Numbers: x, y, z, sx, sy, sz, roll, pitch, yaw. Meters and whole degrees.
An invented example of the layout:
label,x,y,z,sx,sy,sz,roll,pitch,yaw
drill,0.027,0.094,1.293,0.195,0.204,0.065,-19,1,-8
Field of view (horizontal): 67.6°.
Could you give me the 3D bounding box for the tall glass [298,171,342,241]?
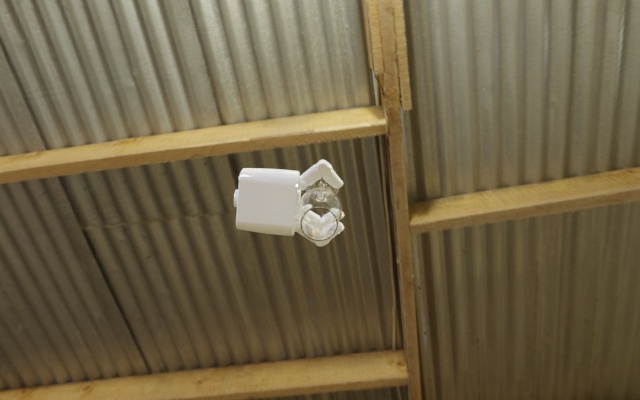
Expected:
label,x,y,z,sx,sy,sz,roll,pitch,yaw
tall glass,0.000,0.003,0.879,0.079,0.079,0.201,0,22,1
